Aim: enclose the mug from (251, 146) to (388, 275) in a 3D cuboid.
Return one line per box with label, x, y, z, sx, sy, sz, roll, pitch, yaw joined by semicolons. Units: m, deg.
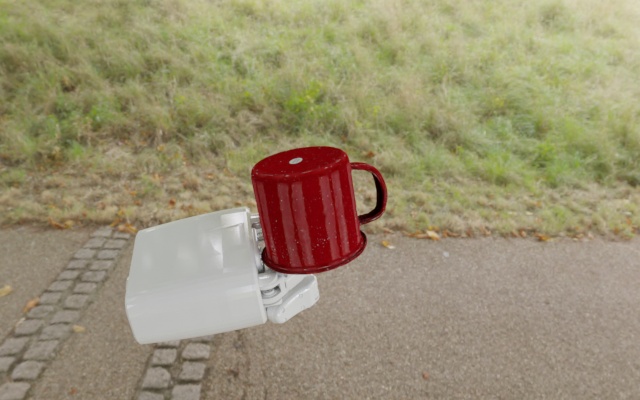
mug;0.001;0.001;0.402;0.117;0.081;0.093;-12;21;-7
